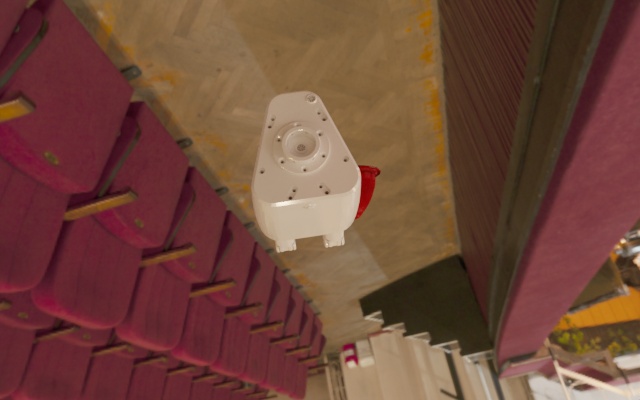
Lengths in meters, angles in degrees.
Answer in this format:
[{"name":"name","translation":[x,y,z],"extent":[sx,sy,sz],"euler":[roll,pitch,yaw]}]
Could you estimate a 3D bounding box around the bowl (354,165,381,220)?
[{"name":"bowl","translation":[0.000,0.003,0.602],"extent":[0.162,0.055,0.162],"euler":[-9,-7,-1]}]
